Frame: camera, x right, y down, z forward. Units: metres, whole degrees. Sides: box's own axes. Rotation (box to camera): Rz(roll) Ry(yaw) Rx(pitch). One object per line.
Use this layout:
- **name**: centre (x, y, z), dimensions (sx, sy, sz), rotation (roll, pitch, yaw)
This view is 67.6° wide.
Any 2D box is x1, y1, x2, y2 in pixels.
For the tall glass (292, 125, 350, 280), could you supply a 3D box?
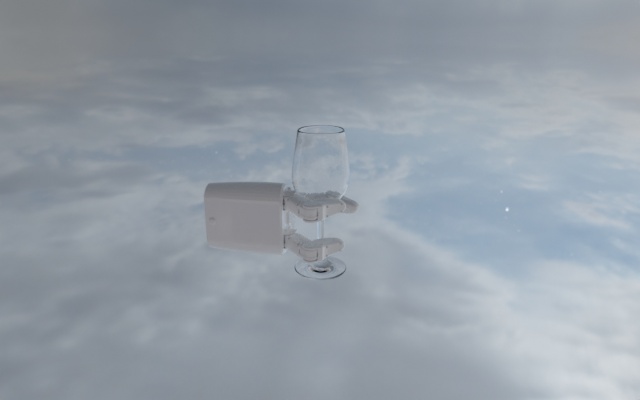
- **tall glass**: centre (0.000, 0.003, 0.650), dimensions (0.079, 0.201, 0.079), rotation (1, 19, 0)
